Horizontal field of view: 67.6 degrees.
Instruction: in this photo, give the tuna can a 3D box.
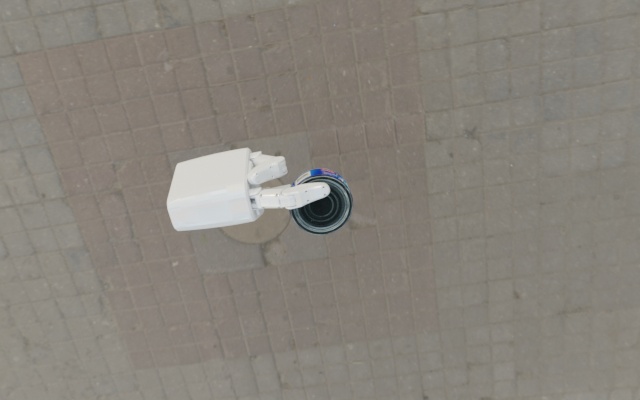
[{"bbox_3d":[0.000,0.002,0.634,0.086,0.086,0.033,0,19,-4],"label":"tuna can"}]
